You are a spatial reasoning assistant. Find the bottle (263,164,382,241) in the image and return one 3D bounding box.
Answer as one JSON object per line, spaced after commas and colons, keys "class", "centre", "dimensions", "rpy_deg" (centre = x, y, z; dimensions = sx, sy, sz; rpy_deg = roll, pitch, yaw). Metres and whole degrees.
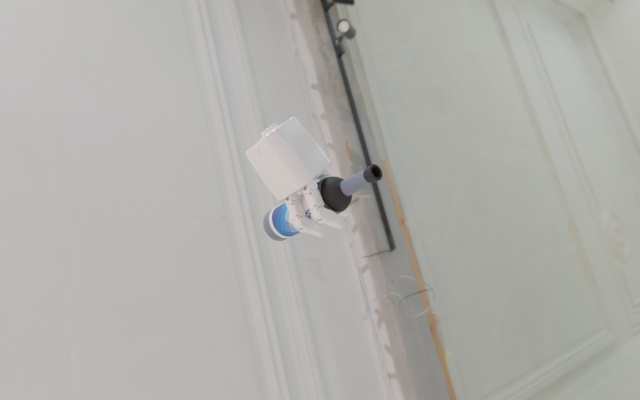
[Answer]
{"class": "bottle", "centre": [0.000, 0.003, 0.858], "dimensions": [0.069, 0.069, 0.296], "rpy_deg": [0, -19, -39]}
